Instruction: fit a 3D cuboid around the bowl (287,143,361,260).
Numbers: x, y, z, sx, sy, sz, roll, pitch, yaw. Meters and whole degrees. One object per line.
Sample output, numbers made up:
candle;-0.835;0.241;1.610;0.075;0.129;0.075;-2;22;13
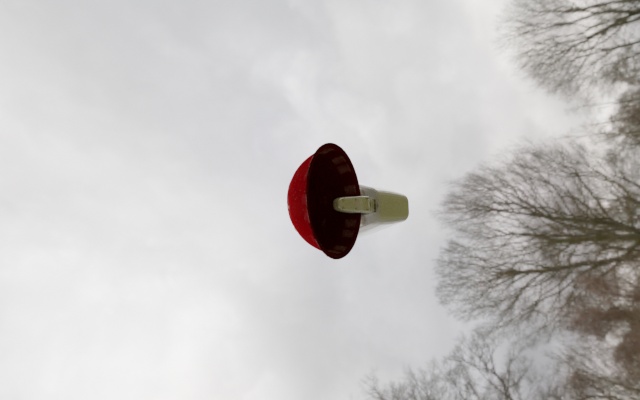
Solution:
bowl;-0.001;0.002;0.672;0.055;0.162;0.162;-4;-2;29
